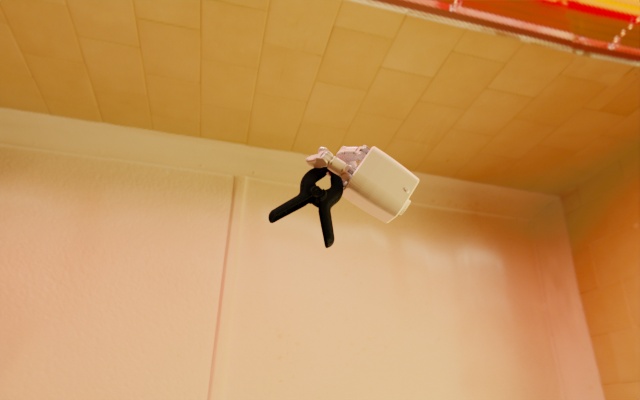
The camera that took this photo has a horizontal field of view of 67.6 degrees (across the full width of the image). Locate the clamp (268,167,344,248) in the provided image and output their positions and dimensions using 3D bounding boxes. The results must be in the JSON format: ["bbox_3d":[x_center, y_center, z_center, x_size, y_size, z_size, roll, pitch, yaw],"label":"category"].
[{"bbox_3d":[0.000,0.003,0.851,0.120,0.171,0.039,34,-28,3],"label":"clamp"}]
